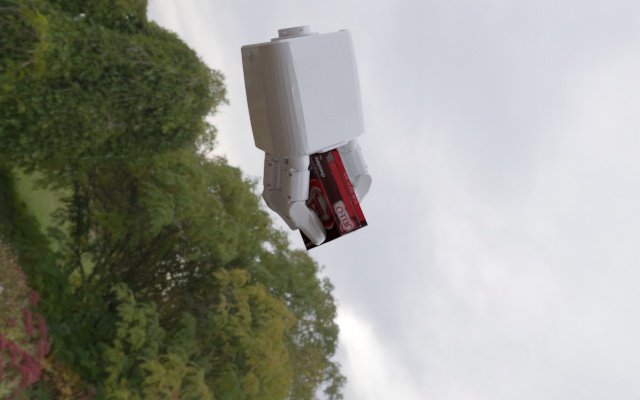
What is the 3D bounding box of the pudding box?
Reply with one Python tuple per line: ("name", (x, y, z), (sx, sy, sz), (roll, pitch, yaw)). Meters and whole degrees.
("pudding box", (0.000, 0.002, 0.524), (0.039, 0.090, 0.113), (-19, -7, -21))
